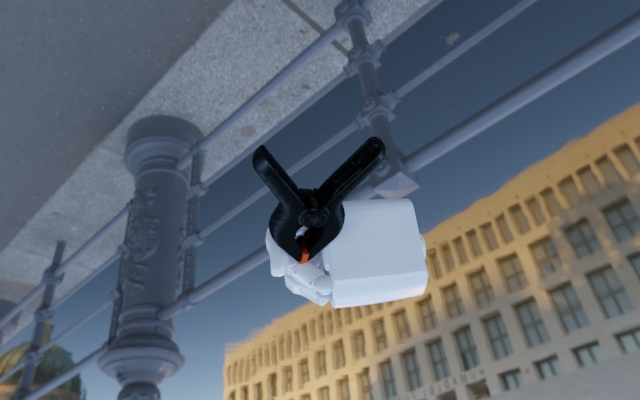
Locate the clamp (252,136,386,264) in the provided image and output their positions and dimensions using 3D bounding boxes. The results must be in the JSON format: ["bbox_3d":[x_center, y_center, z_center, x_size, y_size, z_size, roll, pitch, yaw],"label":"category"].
[{"bbox_3d":[0.000,0.002,0.470,0.120,0.039,0.172,-7,-36,-6],"label":"clamp"}]
